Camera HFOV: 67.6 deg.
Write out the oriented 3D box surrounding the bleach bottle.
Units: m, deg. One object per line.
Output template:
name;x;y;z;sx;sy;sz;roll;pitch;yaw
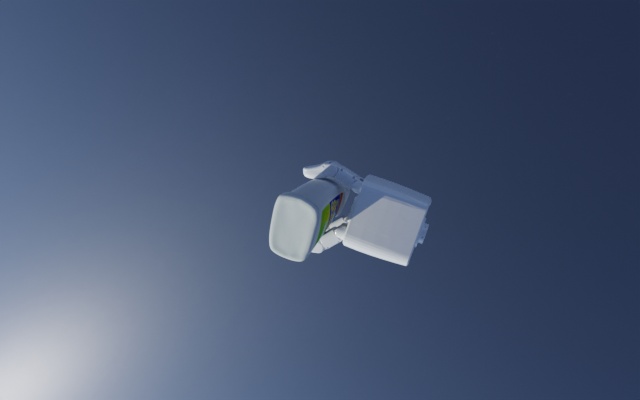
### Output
bleach bottle;0.000;0.003;0.770;0.068;0.103;0.250;20;24;12
